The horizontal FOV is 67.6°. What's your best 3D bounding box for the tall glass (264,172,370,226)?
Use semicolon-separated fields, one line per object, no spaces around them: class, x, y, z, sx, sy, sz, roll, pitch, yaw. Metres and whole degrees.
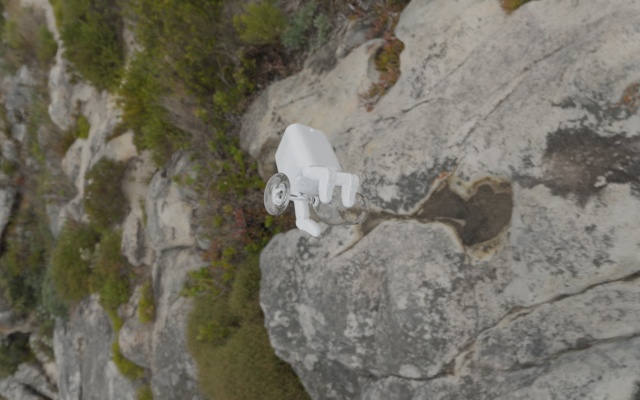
tall glass;0.000;0.003;0.875;0.201;0.079;0.079;11;-7;-40
